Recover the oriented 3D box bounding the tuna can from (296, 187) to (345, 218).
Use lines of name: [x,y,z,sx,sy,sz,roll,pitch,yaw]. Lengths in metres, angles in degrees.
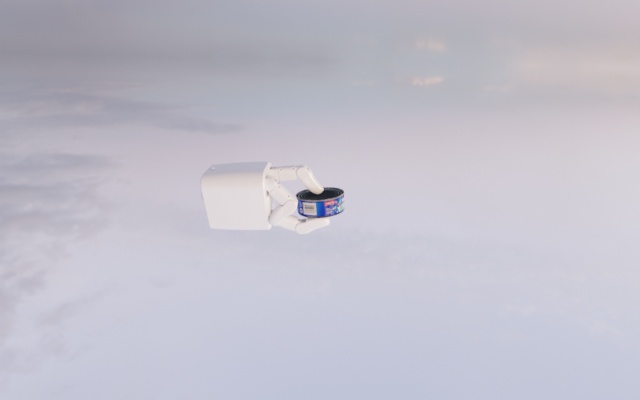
tuna can: [0.000,0.003,0.844,0.086,0.034,0.086,-4,16,1]
